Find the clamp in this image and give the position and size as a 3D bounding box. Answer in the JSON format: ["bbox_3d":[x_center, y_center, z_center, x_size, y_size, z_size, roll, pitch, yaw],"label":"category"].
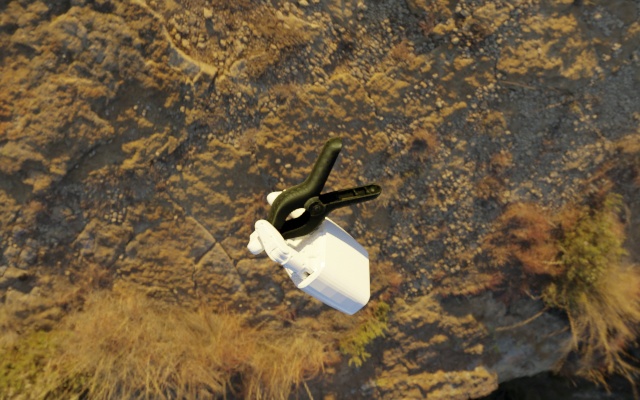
[{"bbox_3d":[0.000,0.003,0.653,0.120,0.171,0.039,37,20,-30],"label":"clamp"}]
